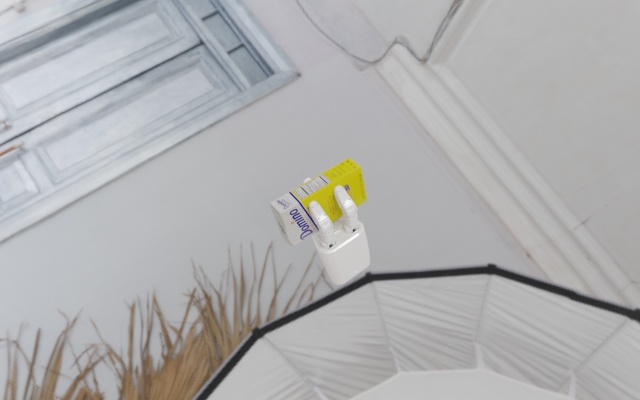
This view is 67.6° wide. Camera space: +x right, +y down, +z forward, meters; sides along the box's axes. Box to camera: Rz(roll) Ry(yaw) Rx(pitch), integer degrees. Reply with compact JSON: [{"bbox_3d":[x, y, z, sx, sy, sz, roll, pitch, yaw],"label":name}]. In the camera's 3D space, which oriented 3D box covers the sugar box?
[{"bbox_3d":[0.001,0.003,0.880,0.176,0.093,0.048,-33,46,-17],"label":"sugar box"}]
